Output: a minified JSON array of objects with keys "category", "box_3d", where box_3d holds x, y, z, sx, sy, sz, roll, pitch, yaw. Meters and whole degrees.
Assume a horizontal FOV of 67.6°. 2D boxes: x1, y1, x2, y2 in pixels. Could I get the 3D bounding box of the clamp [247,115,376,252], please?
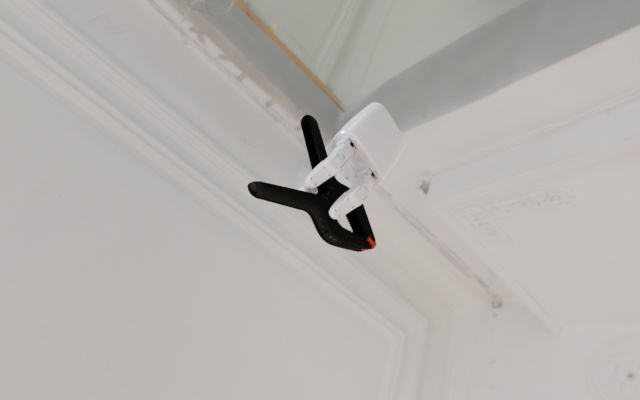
[{"category":"clamp","box_3d":[0.000,0.003,0.667,0.036,0.210,0.164,-20,21,47]}]
